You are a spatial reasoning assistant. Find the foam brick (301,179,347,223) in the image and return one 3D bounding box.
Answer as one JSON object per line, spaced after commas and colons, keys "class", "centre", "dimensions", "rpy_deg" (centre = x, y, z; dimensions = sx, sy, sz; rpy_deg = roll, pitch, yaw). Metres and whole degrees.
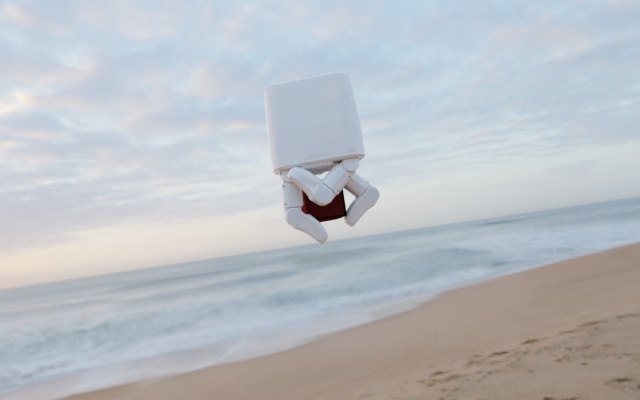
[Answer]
{"class": "foam brick", "centre": [0.000, 0.002, 0.638], "dimensions": [0.053, 0.051, 0.078], "rpy_deg": [-8, -5, -10]}
